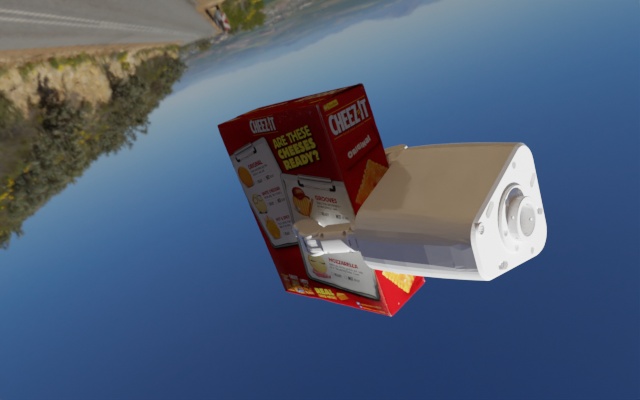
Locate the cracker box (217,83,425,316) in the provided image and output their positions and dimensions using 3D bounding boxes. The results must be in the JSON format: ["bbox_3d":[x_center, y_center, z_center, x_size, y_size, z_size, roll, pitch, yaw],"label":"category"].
[{"bbox_3d":[0.000,0.002,0.496,0.164,0.214,0.072,1,27,48],"label":"cracker box"}]
